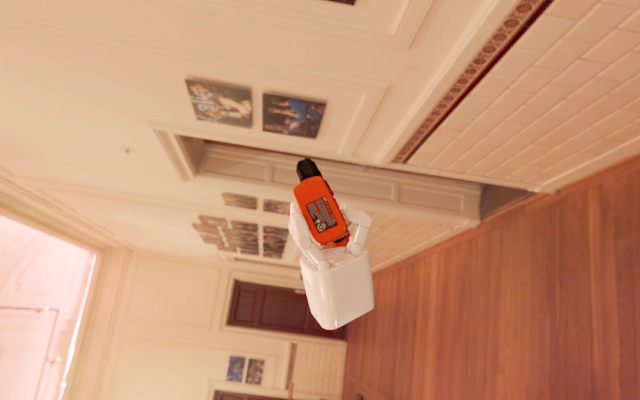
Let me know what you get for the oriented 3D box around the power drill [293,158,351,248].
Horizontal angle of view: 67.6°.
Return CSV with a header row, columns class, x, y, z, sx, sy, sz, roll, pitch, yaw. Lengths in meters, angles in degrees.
class,x,y,z,sx,sy,sz,roll,pitch,yaw
power drill,0.000,0.003,0.830,0.057,0.184,0.187,-27,-3,5
